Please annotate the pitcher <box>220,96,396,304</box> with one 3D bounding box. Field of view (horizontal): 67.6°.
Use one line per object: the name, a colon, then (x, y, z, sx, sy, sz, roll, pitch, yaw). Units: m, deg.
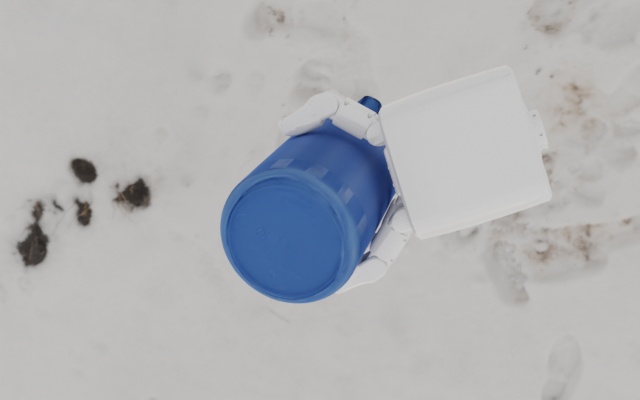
pitcher: (0.000, 0.001, 0.455, 0.145, 0.149, 0.242, -17, 14, 20)
